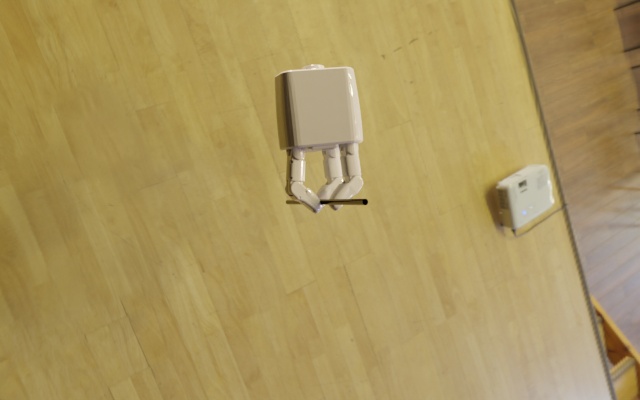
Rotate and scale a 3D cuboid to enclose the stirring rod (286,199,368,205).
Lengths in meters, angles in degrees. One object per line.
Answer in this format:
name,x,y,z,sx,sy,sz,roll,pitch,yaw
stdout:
stirring rod,0.000,0.002,0.684,0.011,0.011,0.239,0,0,-27
